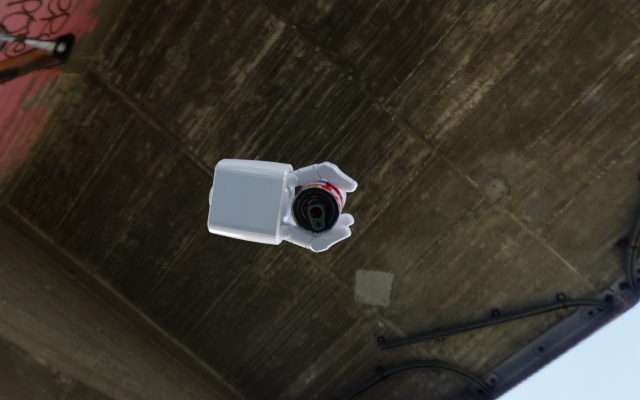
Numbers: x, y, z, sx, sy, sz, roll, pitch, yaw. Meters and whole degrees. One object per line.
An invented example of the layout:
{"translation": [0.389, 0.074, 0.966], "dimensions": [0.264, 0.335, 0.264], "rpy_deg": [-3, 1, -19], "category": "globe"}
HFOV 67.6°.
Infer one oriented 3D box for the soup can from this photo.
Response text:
{"translation": [0.001, 0.002, 0.702], "dimensions": [0.068, 0.068, 0.102], "rpy_deg": [0, 14, 9], "category": "soup can"}
